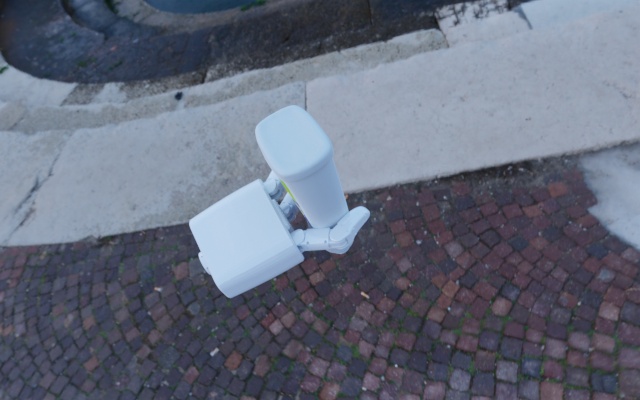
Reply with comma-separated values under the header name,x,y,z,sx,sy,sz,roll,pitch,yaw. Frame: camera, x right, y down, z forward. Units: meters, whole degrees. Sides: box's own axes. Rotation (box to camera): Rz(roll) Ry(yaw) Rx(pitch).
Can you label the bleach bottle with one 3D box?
name,x,y,z,sx,sy,sz,roll,pitch,yaw
bleach bottle,0.000,0.002,0.601,0.068,0.102,0.251,-30,-38,-4
